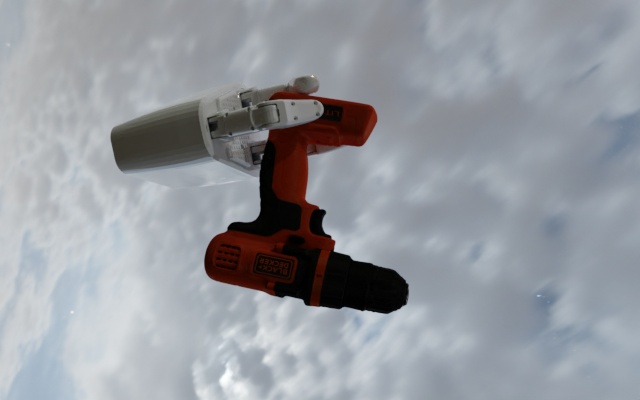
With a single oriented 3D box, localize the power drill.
[{"bbox_3d":[0.000,0.001,0.439,0.184,0.187,0.057,11,-13,4],"label":"power drill"}]
